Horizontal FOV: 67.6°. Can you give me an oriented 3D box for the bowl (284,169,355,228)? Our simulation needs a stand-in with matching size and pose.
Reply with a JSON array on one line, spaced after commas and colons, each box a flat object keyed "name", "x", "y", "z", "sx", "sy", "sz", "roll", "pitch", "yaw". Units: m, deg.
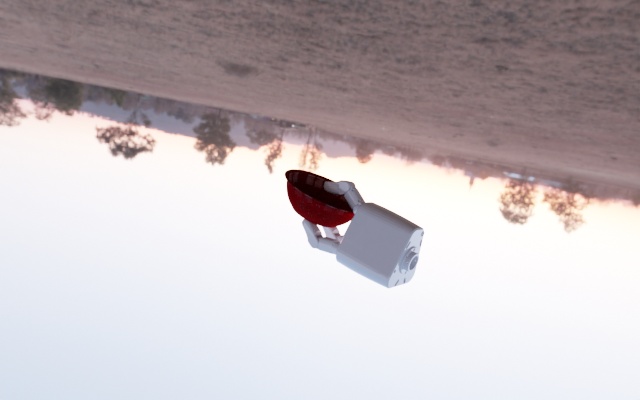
[{"name": "bowl", "x": -0.001, "y": 0.003, "z": 0.869, "sx": 0.162, "sy": 0.055, "sz": 0.162, "roll": 22, "pitch": 18, "yaw": -8}]
